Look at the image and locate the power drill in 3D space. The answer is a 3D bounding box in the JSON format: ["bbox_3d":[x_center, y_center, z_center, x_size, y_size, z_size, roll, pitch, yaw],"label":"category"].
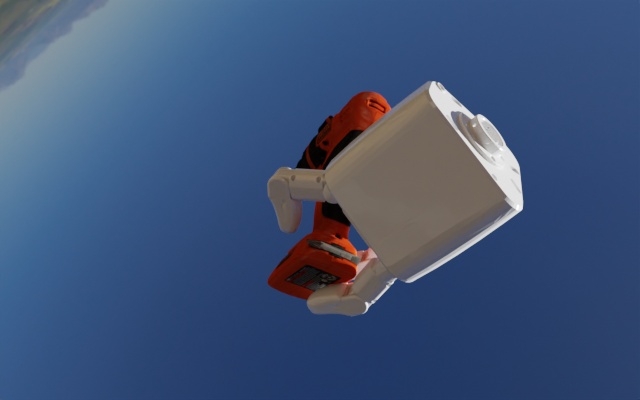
[{"bbox_3d":[0.000,0.002,0.490,0.057,0.187,0.184,21,-31,-15],"label":"power drill"}]
